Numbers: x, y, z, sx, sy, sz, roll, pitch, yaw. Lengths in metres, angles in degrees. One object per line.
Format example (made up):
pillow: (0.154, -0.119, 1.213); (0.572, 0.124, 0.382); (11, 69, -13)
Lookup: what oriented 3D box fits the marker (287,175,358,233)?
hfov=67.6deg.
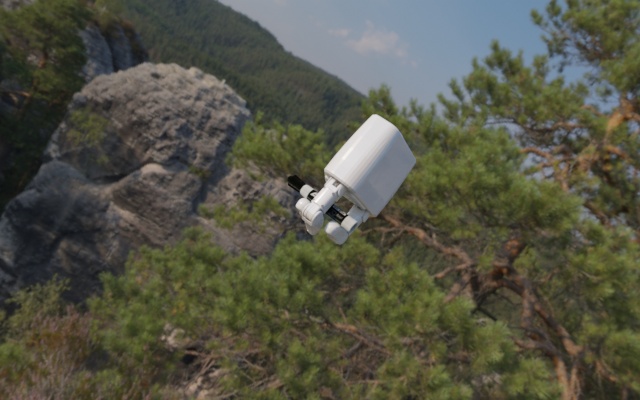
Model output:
marker: (0.000, 0.002, 0.662); (0.121, 0.020, 0.020); (37, 15, 21)
